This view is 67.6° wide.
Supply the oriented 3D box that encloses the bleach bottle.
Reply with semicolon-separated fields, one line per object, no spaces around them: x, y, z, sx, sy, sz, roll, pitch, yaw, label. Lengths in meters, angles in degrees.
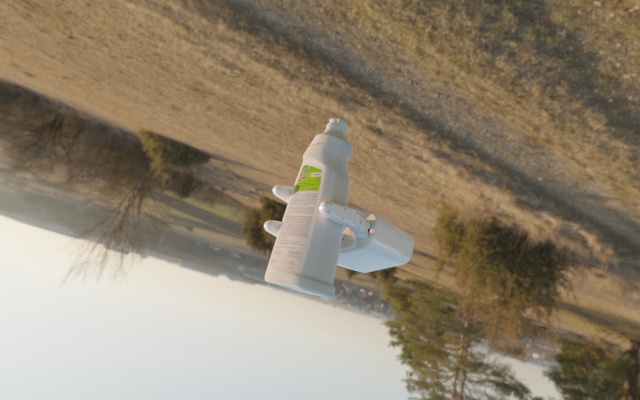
0.000;0.002;0.669;0.102;0.250;0.068;1;-19;47;bleach bottle
